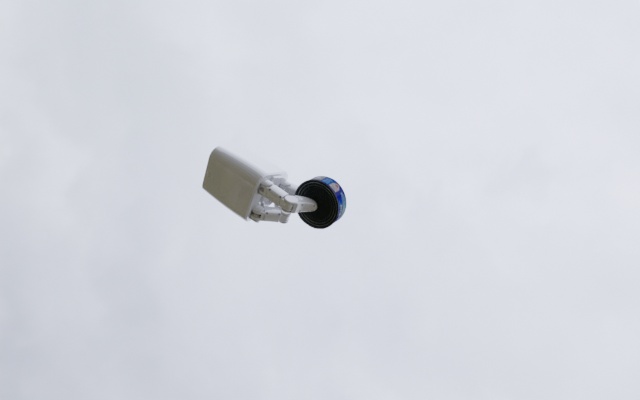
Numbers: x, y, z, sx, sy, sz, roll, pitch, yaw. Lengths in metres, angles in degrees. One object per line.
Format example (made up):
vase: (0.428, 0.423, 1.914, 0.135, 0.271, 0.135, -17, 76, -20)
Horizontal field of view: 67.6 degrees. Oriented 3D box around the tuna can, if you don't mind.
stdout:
tuna can: (0.000, 0.003, 0.805, 0.086, 0.086, 0.033, 0, 16, 31)
